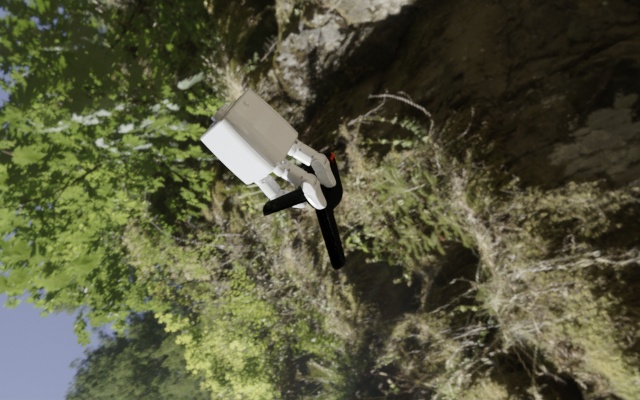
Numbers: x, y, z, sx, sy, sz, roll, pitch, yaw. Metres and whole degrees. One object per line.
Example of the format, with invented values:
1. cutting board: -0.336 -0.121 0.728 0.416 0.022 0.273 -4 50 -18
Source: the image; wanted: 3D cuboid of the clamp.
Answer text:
1. clamp: 0.000 0.002 0.791 0.036 0.164 0.209 -29 25 37
